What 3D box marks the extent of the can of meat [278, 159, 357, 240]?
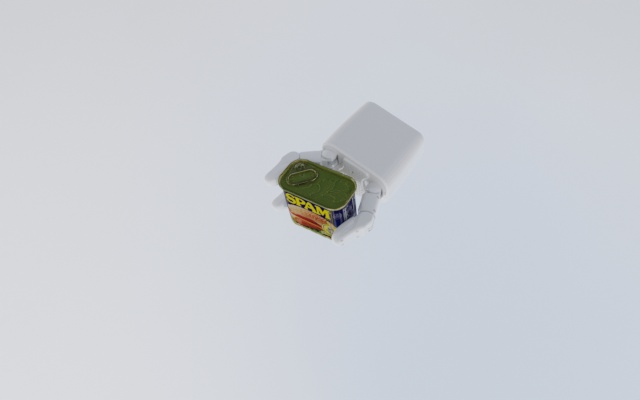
[{"bbox_3d":[0.000,0.002,0.642,0.102,0.057,0.084,23,-30,24],"label":"can of meat"}]
